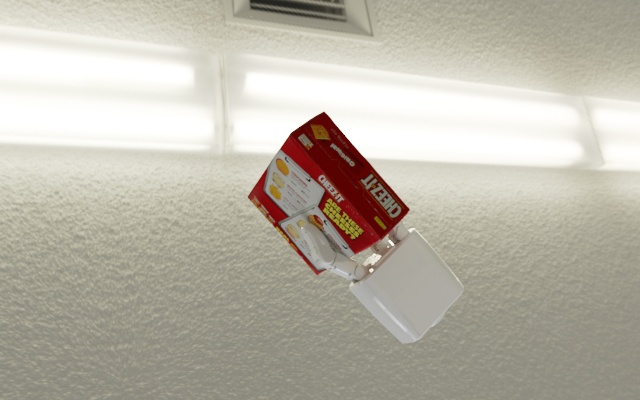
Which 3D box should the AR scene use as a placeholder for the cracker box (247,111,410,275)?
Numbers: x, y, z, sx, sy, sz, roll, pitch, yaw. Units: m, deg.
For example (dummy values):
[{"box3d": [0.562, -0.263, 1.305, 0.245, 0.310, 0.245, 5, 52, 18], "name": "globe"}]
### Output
[{"box3d": [0.000, 0.002, 0.651, 0.072, 0.164, 0.214, -41, -1, -30], "name": "cracker box"}]
